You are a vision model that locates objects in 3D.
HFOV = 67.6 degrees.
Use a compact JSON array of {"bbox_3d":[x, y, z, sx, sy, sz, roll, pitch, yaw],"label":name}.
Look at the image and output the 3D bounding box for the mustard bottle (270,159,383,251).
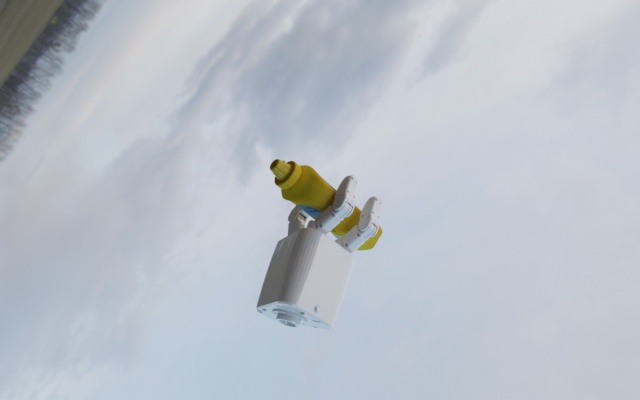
[{"bbox_3d":[0.000,0.002,0.687,0.192,0.058,0.096,38,-9,-33],"label":"mustard bottle"}]
